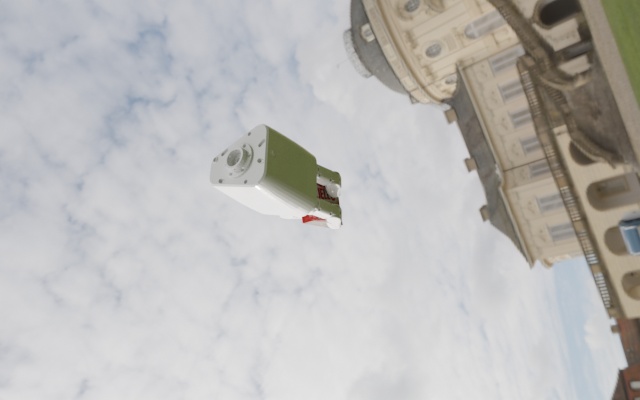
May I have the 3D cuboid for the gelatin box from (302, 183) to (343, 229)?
[{"bbox_3d":[0.000,0.003,0.758,0.030,0.073,0.089,-15,-16,27],"label":"gelatin box"}]
